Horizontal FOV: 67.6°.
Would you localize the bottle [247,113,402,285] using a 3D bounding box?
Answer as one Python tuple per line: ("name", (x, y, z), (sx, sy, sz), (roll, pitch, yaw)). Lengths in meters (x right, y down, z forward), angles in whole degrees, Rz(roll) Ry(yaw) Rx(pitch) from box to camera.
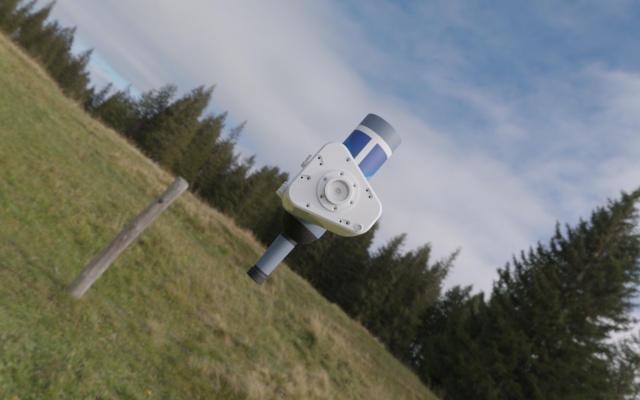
("bottle", (0.000, 0.002, 0.700), (0.069, 0.295, 0.069), (40, -6, 6))
